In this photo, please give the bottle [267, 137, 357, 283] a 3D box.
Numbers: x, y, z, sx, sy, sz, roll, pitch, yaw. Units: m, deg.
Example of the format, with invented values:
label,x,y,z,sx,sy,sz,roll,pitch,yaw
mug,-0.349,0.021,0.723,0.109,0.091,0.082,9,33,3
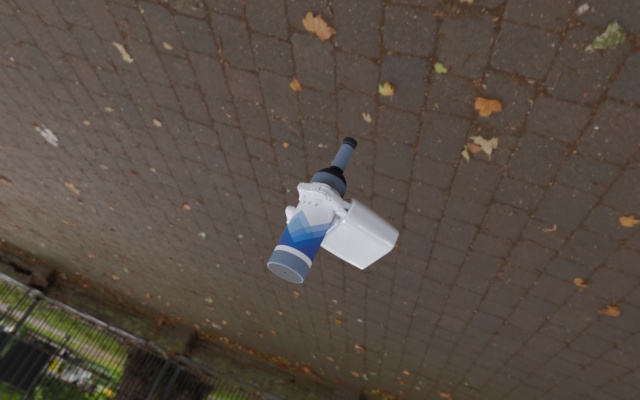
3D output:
label,x,y,z,sx,sy,sz,roll,pitch,yaw
bottle,0.000,0.003,0.855,0.069,0.295,0.069,21,-28,11
